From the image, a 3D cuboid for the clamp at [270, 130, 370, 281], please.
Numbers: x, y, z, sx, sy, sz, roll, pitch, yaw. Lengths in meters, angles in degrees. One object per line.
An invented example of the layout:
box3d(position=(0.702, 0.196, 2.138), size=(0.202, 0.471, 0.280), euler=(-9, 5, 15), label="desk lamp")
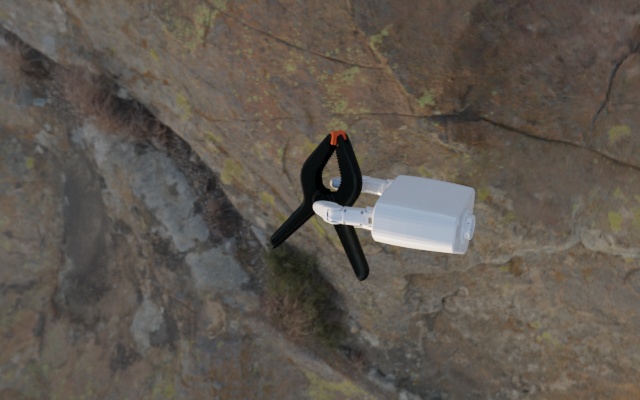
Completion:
box3d(position=(0.000, 0.002, 0.693), size=(0.164, 0.210, 0.036), euler=(9, 15, 24), label="clamp")
